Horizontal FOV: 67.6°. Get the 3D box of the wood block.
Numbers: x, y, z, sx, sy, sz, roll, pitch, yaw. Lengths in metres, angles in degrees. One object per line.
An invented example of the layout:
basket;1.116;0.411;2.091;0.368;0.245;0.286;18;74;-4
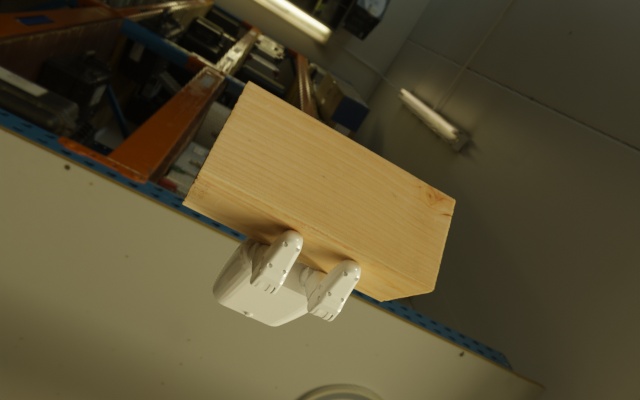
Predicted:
wood block;0.000;0.001;0.416;0.206;0.090;0.090;28;-26;-14
